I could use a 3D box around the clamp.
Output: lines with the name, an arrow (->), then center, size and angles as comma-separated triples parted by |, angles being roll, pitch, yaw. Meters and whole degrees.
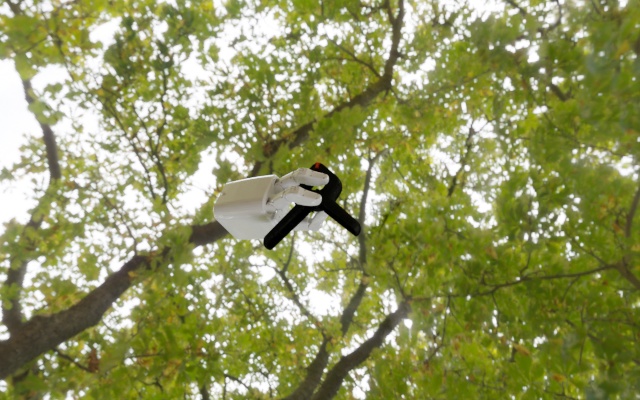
clamp -> 0.000, 0.003, 0.840 | 0.164, 0.036, 0.209 | -5, 39, 18
